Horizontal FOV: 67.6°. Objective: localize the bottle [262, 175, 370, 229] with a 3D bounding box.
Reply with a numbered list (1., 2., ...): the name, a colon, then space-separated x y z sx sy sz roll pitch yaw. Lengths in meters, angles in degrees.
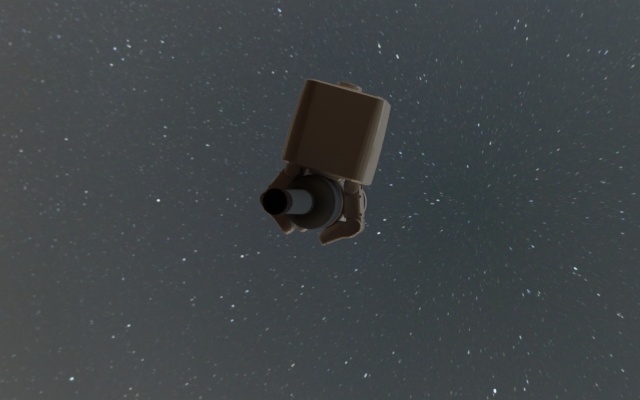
1. bottle: 0.000 0.002 0.611 0.069 0.069 0.296 0 0 18
